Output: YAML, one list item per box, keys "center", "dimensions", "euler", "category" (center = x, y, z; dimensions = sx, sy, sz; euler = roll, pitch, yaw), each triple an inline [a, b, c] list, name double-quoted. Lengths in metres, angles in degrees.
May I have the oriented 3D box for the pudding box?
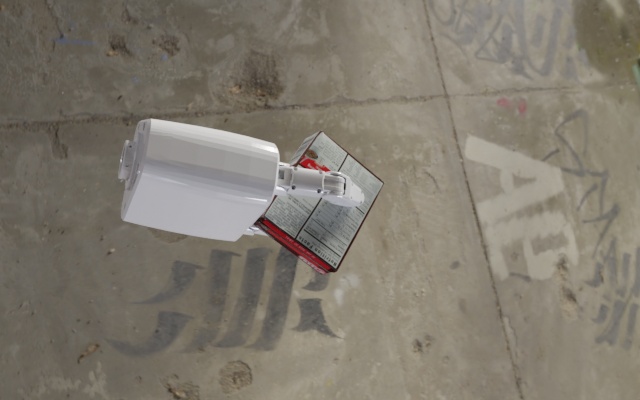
- center: [0.000, 0.001, 0.464]
  dimensions: [0.090, 0.113, 0.039]
  euler: [39, -24, -15]
  category: "pudding box"
